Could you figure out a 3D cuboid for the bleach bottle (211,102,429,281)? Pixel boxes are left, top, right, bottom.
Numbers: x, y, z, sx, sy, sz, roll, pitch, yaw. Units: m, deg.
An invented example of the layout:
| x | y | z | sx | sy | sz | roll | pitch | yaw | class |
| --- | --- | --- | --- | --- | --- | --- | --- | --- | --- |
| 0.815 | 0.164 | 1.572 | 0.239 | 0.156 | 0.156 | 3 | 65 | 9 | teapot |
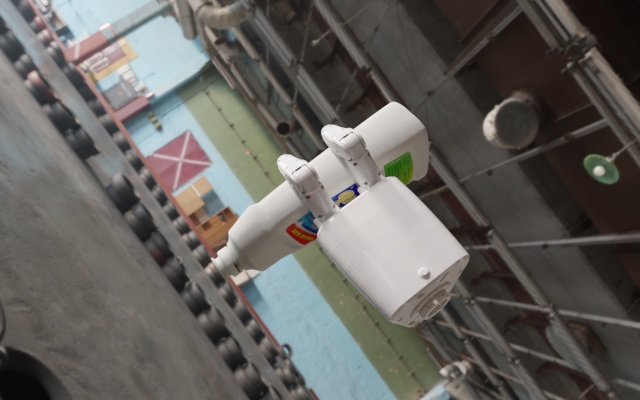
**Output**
| x | y | z | sx | sy | sz | roll | pitch | yaw | class |
| --- | --- | --- | --- | --- | --- | --- | --- | --- | --- |
| 0.000 | 0.002 | 0.509 | 0.251 | 0.068 | 0.103 | -36 | -29 | -10 | bleach bottle |
